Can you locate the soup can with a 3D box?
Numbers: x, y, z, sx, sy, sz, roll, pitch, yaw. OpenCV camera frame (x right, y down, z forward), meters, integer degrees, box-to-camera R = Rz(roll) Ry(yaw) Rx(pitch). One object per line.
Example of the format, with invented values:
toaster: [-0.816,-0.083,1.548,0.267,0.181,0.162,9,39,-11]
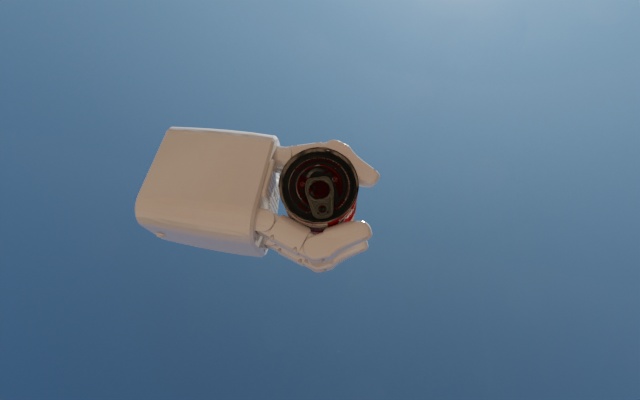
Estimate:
soup can: [0.001,0.002,0.448,0.068,0.068,0.102,0,-17,2]
